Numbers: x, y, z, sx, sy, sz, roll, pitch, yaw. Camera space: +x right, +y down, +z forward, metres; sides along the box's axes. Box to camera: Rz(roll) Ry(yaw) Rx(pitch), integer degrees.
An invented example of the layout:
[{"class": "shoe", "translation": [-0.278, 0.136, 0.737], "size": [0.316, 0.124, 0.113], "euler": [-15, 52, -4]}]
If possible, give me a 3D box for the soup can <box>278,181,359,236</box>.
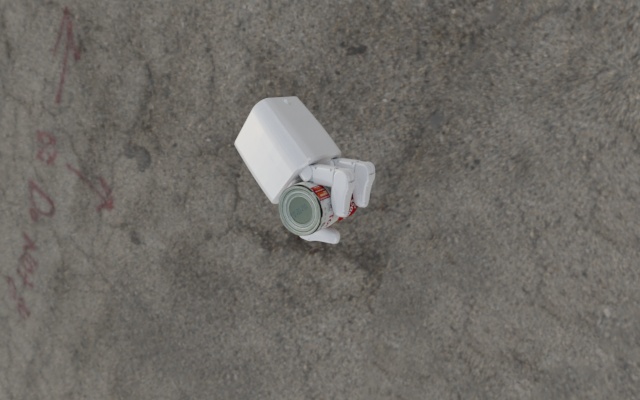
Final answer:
[{"class": "soup can", "translation": [0.000, 0.003, 0.633], "size": [0.068, 0.068, 0.102], "euler": [0, 12, 33]}]
